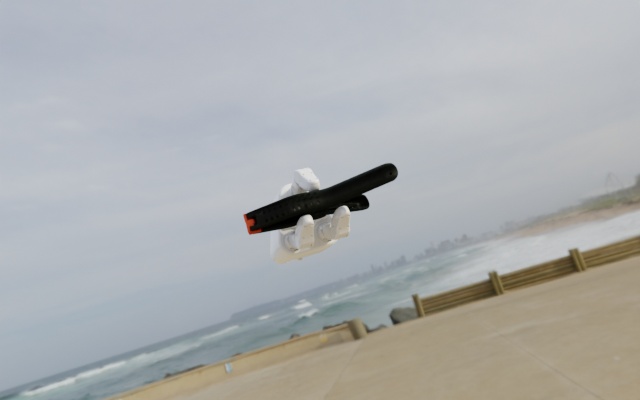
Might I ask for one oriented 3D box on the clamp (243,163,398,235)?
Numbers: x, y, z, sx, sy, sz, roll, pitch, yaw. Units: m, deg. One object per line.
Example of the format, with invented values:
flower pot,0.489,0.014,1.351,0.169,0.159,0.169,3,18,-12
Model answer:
clamp,-0.001,0.002,0.662,0.210,0.036,0.165,-14,-15,-19
